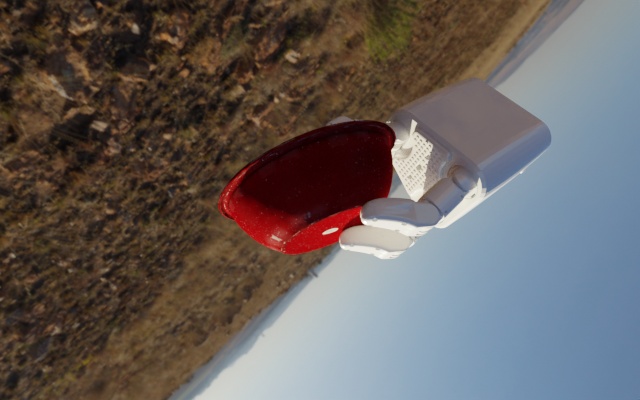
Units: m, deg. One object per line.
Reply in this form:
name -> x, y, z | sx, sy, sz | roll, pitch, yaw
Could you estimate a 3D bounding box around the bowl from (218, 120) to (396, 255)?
bowl -> -0.001, 0.002, 0.401 | 0.162, 0.055, 0.162 | -21, -18, -7
